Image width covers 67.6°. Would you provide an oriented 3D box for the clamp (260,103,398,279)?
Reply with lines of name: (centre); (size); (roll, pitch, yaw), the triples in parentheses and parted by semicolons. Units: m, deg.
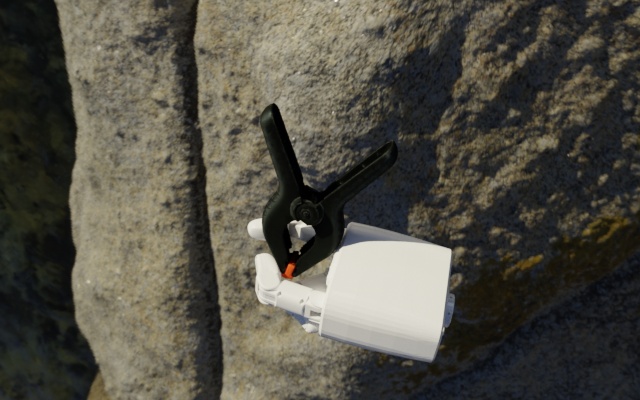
clamp: (0.000, 0.002, 0.439); (0.120, 0.172, 0.039); (13, 32, 10)
